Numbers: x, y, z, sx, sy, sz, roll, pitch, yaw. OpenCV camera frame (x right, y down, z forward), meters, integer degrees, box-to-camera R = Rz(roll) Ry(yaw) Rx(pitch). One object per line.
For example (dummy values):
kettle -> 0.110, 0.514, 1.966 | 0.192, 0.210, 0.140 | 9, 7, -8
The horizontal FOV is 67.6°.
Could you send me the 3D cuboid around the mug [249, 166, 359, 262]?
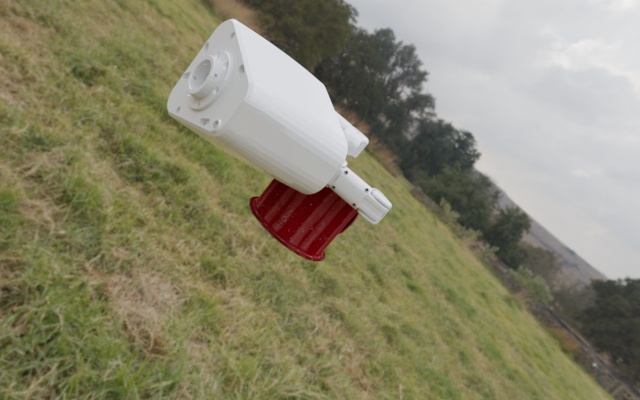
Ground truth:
mug -> 0.001, 0.002, 0.468 | 0.117, 0.081, 0.093 | 27, 17, -46
